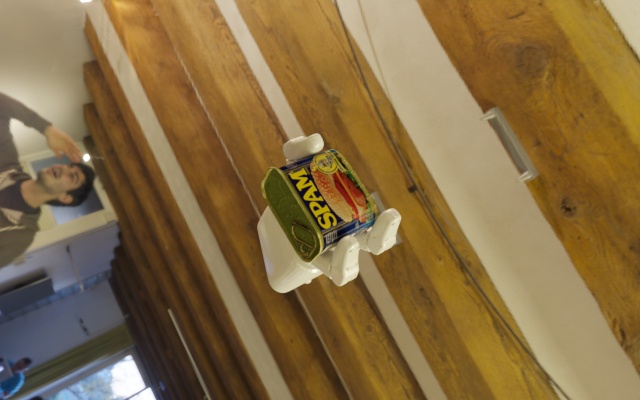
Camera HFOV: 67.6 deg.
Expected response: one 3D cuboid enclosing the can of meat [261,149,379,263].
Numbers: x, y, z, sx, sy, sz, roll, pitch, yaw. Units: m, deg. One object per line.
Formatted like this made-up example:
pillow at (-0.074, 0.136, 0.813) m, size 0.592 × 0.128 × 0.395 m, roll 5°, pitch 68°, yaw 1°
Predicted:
can of meat at (0.000, 0.001, 0.505) m, size 0.084 × 0.102 × 0.057 m, roll -23°, pitch -16°, yaw -33°
